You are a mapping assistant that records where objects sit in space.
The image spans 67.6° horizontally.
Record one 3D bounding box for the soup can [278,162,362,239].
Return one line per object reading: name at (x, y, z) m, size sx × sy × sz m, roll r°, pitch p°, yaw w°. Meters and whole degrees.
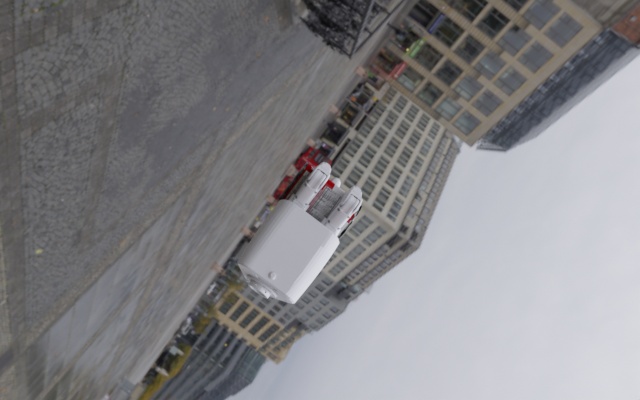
soup can at (0.001, 0.002, 0.685) m, size 0.102 × 0.068 × 0.068 m, roll 37°, pitch -3°, yaw -3°
